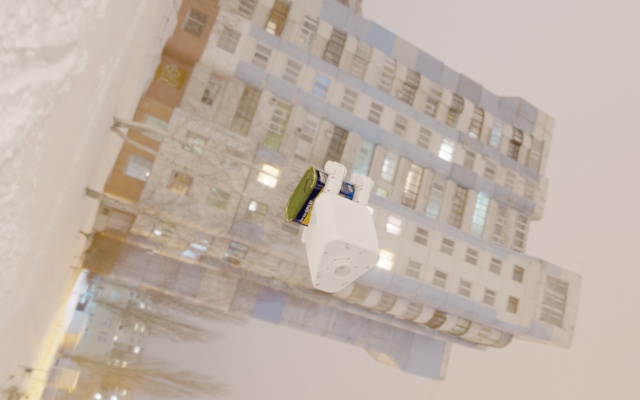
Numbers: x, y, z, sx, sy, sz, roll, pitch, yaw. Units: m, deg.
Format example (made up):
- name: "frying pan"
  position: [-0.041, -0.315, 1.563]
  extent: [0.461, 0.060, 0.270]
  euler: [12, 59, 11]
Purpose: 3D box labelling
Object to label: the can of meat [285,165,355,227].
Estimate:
- name: "can of meat"
  position: [0.000, 0.003, 0.812]
  extent: [0.084, 0.102, 0.057]
  euler: [22, 28, -21]
